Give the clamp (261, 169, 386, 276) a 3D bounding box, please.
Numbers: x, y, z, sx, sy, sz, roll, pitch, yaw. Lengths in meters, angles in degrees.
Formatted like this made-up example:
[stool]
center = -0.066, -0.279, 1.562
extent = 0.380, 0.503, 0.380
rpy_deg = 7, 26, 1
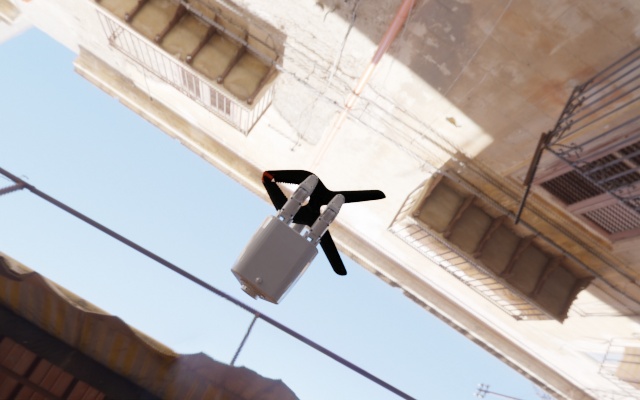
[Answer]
[clamp]
center = -0.001, 0.003, 0.802
extent = 0.210, 0.164, 0.036
rpy_deg = 37, -19, -1
